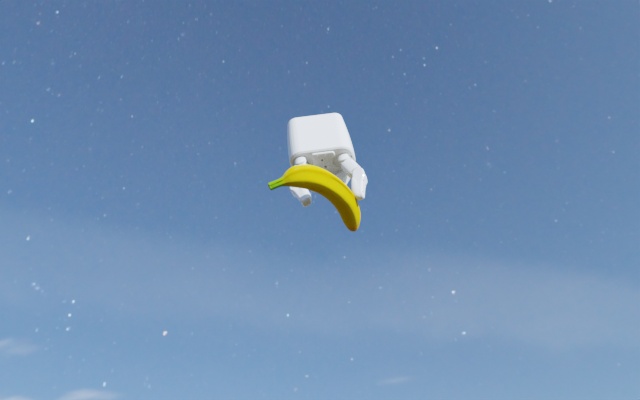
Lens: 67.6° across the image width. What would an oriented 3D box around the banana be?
[{"bbox_3d":[0.011,-0.009,0.763,0.198,0.037,0.070,30,-56,-36],"label":"banana"}]
